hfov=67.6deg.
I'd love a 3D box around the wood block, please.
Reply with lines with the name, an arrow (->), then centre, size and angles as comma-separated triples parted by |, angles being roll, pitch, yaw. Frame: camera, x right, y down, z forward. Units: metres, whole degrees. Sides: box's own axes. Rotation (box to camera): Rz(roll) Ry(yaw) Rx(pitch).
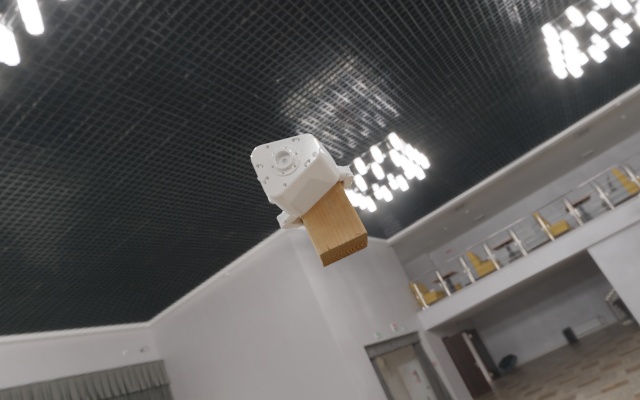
wood block -> 0.000, 0.002, 0.870 | 0.091, 0.206, 0.090 | -24, -22, -4
